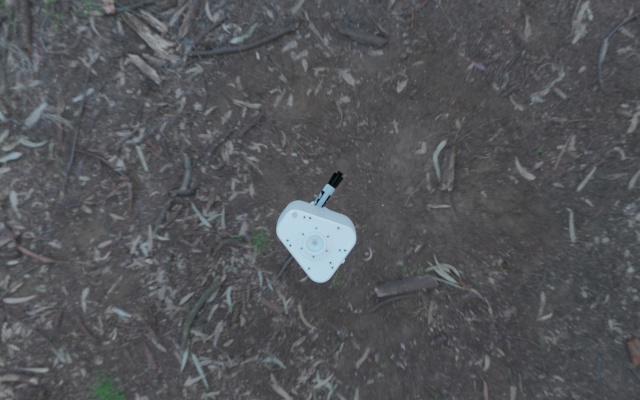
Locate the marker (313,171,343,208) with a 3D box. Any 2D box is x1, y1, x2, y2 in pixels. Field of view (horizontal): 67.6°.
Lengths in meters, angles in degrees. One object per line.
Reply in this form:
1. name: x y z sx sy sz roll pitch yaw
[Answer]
1. marker: 0.000 0.003 0.802 0.020 0.121 0.020 35 4 -2
